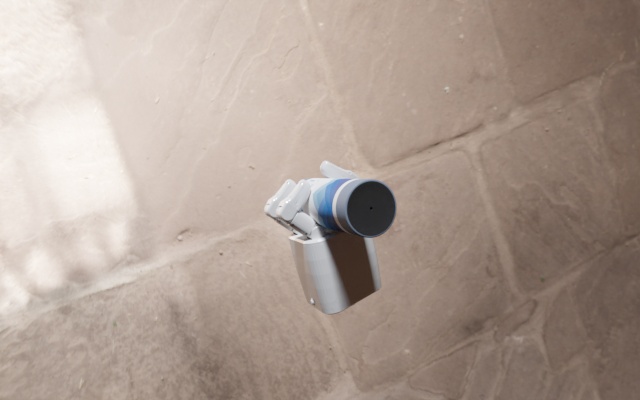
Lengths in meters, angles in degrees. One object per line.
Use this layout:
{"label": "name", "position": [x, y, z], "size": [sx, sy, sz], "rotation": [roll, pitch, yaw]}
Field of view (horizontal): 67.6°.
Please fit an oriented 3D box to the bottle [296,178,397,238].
{"label": "bottle", "position": [0.000, 0.002, 0.670], "size": [0.069, 0.069, 0.295], "rotation": [0, 3, -23]}
